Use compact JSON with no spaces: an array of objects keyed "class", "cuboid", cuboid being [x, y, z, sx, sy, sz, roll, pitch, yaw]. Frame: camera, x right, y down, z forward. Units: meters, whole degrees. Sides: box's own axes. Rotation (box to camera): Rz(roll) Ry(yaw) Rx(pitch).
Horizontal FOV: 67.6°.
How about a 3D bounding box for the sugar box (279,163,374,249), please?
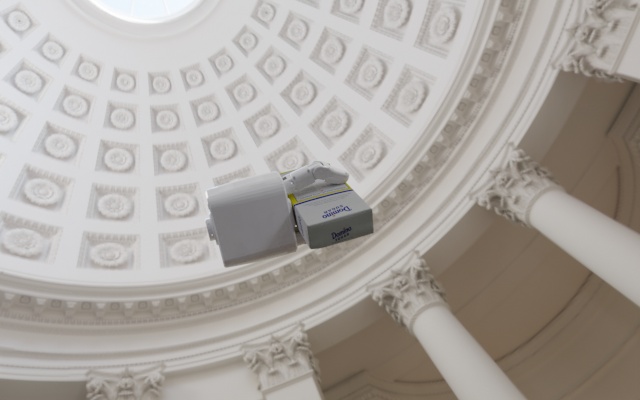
[{"class":"sugar box","cuboid":[0.000,0.003,0.694,0.093,0.048,0.176,-14,31,-13]}]
